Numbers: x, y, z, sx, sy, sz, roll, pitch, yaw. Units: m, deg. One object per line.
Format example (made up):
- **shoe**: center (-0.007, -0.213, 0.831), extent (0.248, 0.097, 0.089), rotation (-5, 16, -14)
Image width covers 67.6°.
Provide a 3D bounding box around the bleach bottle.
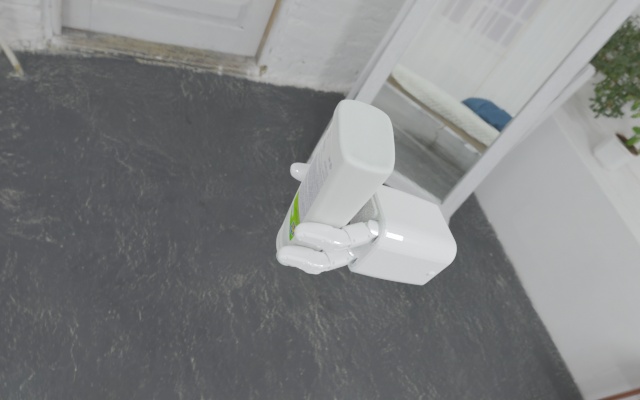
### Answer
- **bleach bottle**: center (0.000, 0.002, 0.582), extent (0.068, 0.102, 0.251), rotation (16, -40, -17)
